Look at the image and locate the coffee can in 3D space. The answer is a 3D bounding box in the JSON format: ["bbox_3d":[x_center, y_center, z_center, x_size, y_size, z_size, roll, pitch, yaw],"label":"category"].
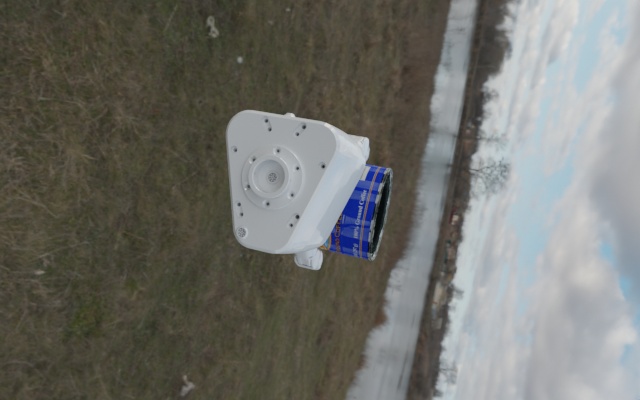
[{"bbox_3d":[0.000,0.002,0.529,0.140,0.103,0.103,12,3,14],"label":"coffee can"}]
